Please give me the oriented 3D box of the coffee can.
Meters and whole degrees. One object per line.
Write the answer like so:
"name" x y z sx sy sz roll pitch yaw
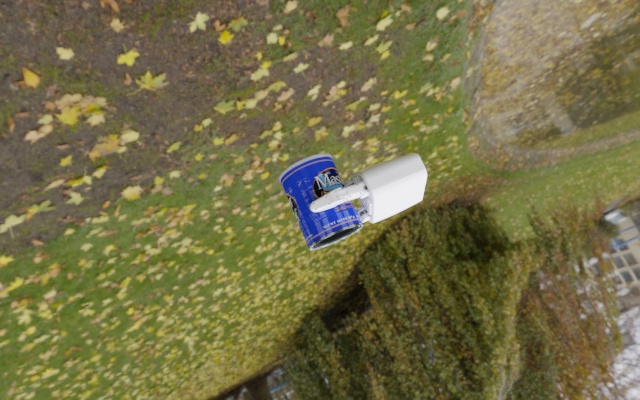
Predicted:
"coffee can" 0.000 0.003 0.840 0.103 0.140 0.103 -23 -13 -6
